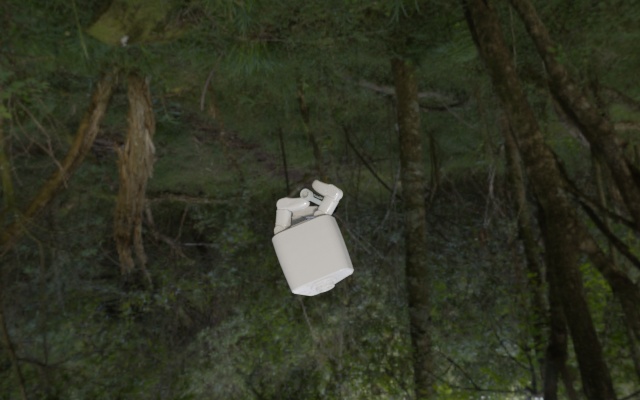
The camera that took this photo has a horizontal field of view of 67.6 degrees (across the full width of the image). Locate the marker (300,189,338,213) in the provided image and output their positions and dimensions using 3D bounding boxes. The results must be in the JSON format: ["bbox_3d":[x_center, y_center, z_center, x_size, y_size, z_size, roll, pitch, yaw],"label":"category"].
[{"bbox_3d":[0.000,0.003,0.863,0.020,0.020,0.121,0,-14,27],"label":"marker"}]
